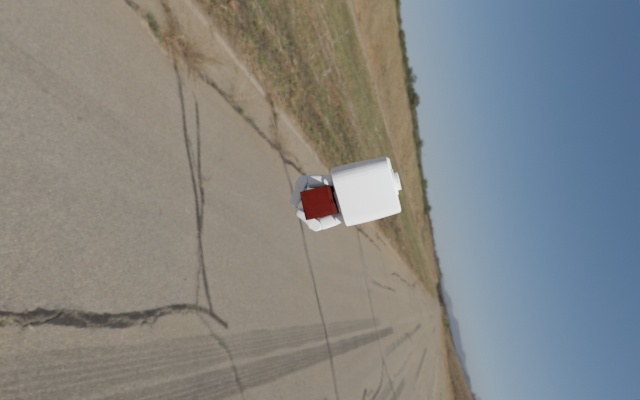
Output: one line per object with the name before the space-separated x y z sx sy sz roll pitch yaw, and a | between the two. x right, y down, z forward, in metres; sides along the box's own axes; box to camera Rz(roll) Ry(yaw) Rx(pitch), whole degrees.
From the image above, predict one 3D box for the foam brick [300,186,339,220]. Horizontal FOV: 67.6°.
foam brick | 0.000 0.003 0.865 0.051 0.053 0.078 -13 0 11
